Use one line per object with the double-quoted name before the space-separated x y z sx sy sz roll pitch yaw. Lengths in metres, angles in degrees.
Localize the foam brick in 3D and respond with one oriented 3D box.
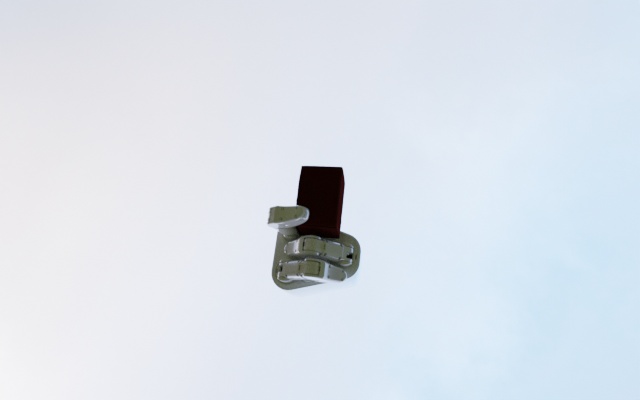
"foam brick" 0.000 0.002 0.591 0.053 0.078 0.051 5 -18 9
